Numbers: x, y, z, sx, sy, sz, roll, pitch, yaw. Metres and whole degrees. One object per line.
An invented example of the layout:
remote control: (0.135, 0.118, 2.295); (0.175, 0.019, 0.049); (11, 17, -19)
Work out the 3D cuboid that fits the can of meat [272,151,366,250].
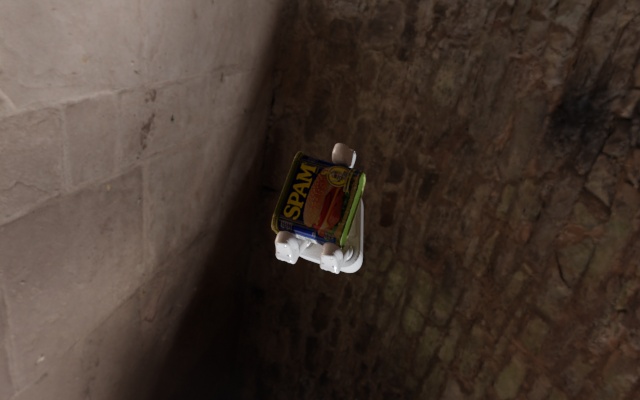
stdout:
can of meat: (0.000, 0.002, 0.570); (0.084, 0.102, 0.057); (16, -15, 12)
